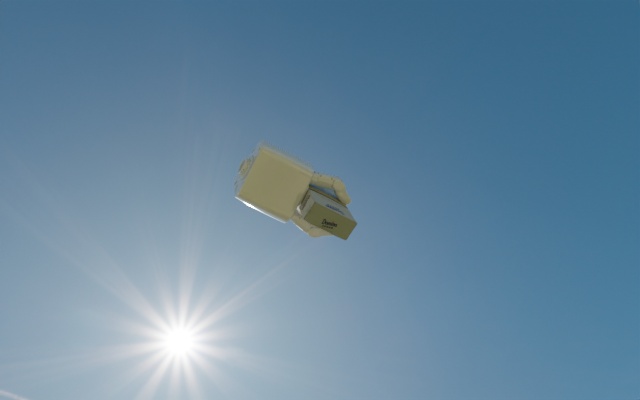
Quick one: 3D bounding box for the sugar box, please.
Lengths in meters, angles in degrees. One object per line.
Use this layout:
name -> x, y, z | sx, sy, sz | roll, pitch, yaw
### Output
sugar box -> 0.000, 0.003, 0.896 | 0.093, 0.048, 0.176 | 27, 17, -21
